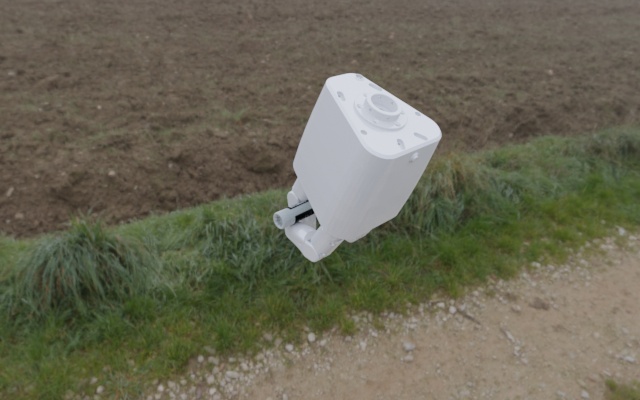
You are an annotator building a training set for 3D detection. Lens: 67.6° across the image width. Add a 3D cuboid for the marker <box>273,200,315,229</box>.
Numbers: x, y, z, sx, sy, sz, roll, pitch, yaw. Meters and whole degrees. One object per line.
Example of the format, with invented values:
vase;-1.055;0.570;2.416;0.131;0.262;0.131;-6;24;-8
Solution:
marker;0.000;0.002;0.533;0.121;0.020;0.020;-24;15;-37
